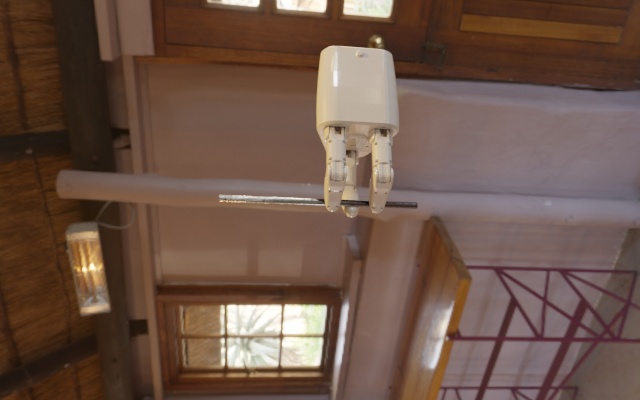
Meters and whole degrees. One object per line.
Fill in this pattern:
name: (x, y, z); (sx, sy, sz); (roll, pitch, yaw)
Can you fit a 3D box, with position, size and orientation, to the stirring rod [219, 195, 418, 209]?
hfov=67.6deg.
stirring rod: (0.000, 0.002, 0.579); (0.239, 0.011, 0.011); (2, 0, -7)
